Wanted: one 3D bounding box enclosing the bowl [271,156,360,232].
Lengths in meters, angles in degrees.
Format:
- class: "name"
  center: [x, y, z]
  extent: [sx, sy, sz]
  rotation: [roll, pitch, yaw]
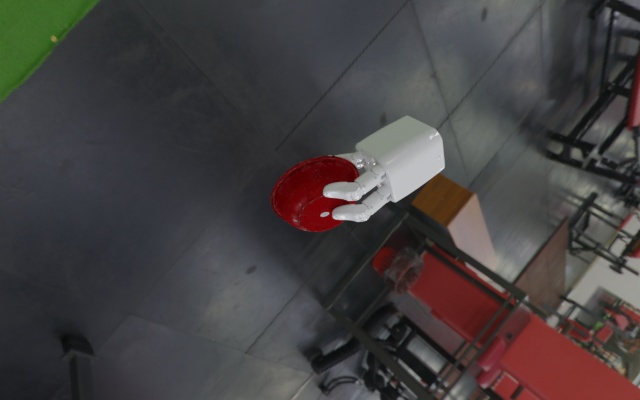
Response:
- class: "bowl"
  center: [-0.001, 0.004, 0.805]
  extent: [0.162, 0.055, 0.162]
  rotation: [-13, -40, -12]
